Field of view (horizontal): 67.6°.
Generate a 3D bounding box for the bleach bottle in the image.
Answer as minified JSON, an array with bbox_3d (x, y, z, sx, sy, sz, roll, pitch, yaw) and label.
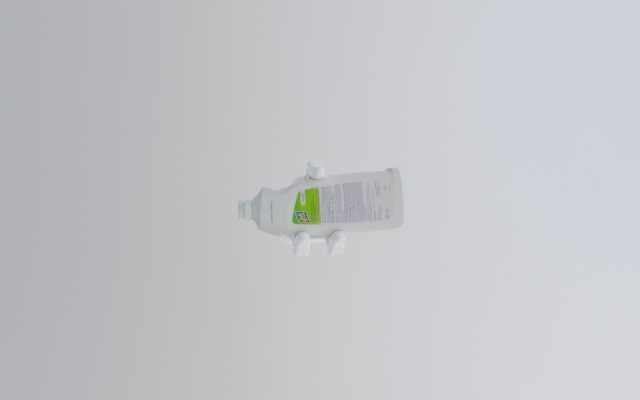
[{"bbox_3d":[0.000,0.003,0.740,0.251,0.102,0.068,-2,-10,-11],"label":"bleach bottle"}]
